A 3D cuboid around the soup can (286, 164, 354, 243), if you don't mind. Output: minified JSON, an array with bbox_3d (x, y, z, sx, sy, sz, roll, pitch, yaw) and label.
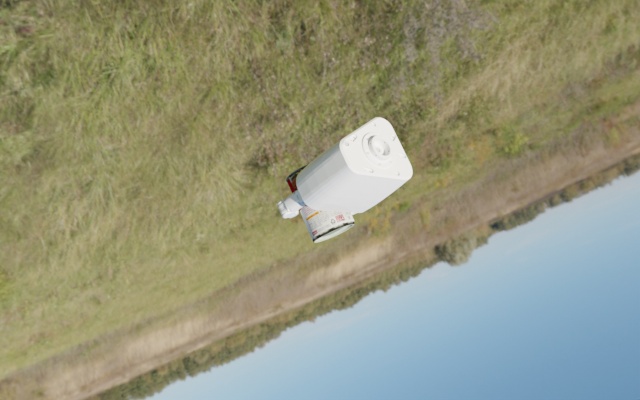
[{"bbox_3d":[0.000,0.003,0.700,0.068,0.102,0.068,-23,-11,-5],"label":"soup can"}]
